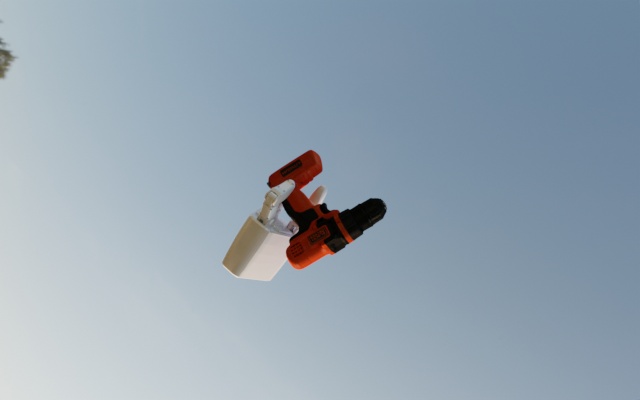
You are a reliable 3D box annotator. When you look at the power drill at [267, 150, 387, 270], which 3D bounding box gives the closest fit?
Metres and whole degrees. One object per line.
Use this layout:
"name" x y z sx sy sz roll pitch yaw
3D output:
"power drill" 0.000 0.003 0.817 0.184 0.187 0.057 -31 -35 5
